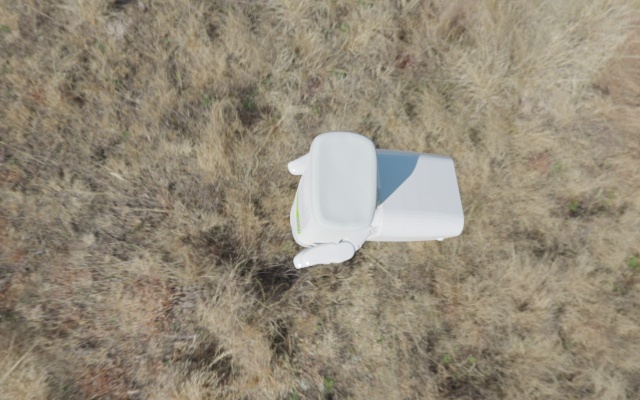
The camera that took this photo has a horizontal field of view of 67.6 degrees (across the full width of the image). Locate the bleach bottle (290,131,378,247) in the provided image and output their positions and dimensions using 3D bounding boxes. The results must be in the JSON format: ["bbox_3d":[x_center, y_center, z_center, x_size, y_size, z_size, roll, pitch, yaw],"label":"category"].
[{"bbox_3d":[0.000,0.002,0.574,0.068,0.102,0.251,3,-10,-10],"label":"bleach bottle"}]
